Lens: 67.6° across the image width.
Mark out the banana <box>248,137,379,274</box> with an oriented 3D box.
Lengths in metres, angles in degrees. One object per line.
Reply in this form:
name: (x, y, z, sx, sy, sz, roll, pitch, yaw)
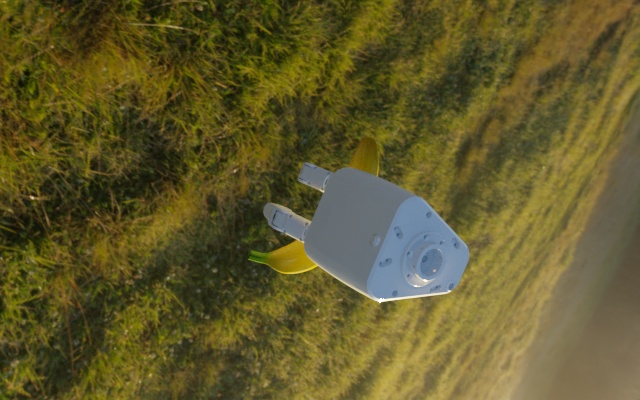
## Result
banana: (0.010, 0.017, 0.540, 0.069, 0.198, 0.037, 46, -5, -12)
